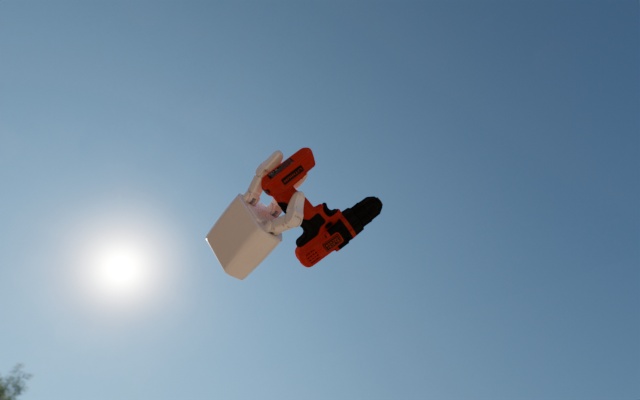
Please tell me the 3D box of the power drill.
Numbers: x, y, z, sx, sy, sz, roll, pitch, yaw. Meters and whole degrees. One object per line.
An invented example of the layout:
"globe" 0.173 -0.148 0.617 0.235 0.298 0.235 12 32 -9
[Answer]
"power drill" 0.000 0.003 0.839 0.184 0.188 0.057 -37 20 -7
